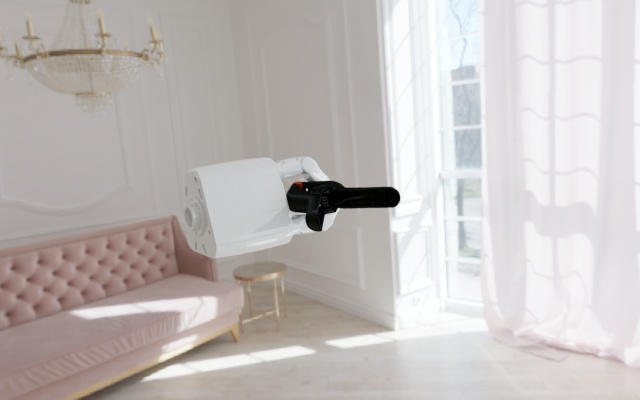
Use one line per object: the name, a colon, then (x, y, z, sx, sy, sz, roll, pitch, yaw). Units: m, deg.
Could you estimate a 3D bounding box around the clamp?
clamp: (0.000, 0.001, 0.588, 0.120, 0.039, 0.171, -12, 11, -35)
